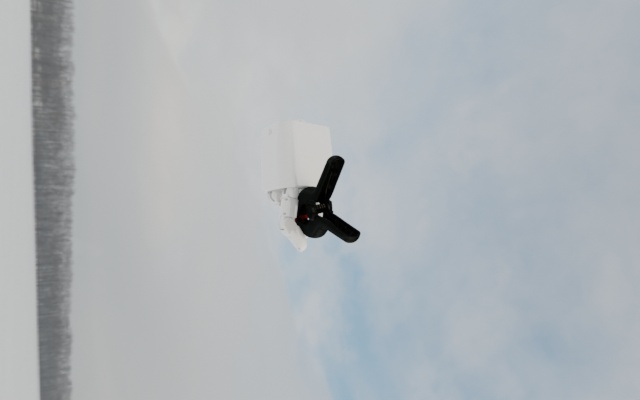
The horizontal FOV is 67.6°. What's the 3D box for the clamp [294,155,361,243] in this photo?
[{"bbox_3d":[0.001,0.002,0.703,0.039,0.120,0.171,-1,-4,-30],"label":"clamp"}]
